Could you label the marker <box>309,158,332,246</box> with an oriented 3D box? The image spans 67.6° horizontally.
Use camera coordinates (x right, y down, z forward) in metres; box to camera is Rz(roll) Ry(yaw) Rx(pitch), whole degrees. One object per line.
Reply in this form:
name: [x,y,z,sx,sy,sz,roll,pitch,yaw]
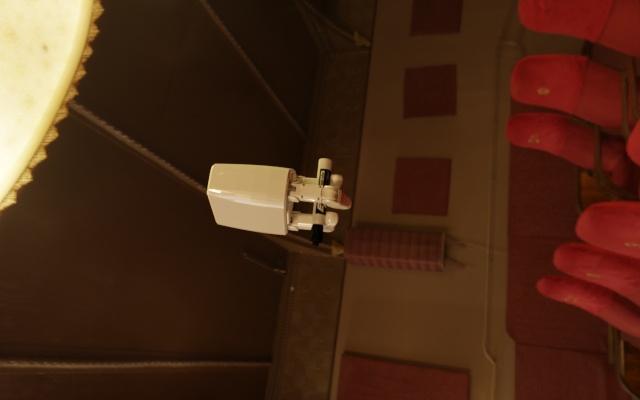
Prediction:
marker: [0.000,0.002,0.652,0.020,0.121,0.020,7,-14,2]
